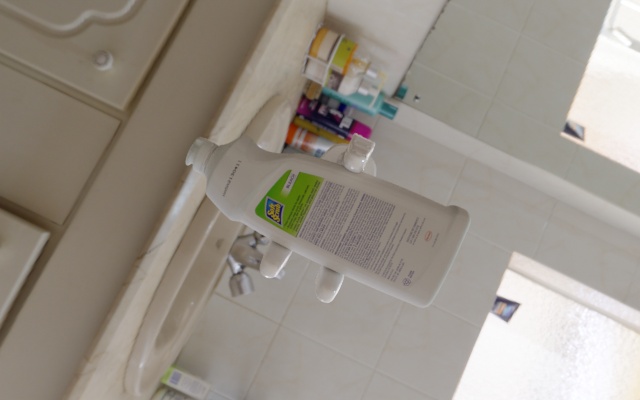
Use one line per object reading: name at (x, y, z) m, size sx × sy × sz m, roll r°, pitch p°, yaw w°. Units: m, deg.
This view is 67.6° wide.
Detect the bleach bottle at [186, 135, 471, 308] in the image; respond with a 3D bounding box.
bleach bottle at (0.000, 0.002, 0.438) m, size 0.251 × 0.102 × 0.068 m, roll 26°, pitch -2°, yaw 0°
